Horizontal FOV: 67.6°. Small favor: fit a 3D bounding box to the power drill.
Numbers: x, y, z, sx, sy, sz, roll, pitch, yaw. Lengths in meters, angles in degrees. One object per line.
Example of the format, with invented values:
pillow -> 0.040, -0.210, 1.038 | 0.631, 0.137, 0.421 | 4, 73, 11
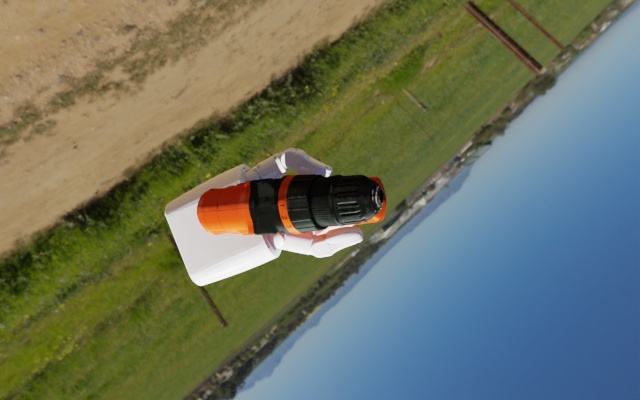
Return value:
power drill -> 0.000, 0.002, 0.484 | 0.184, 0.057, 0.187 | -3, -1, 28
